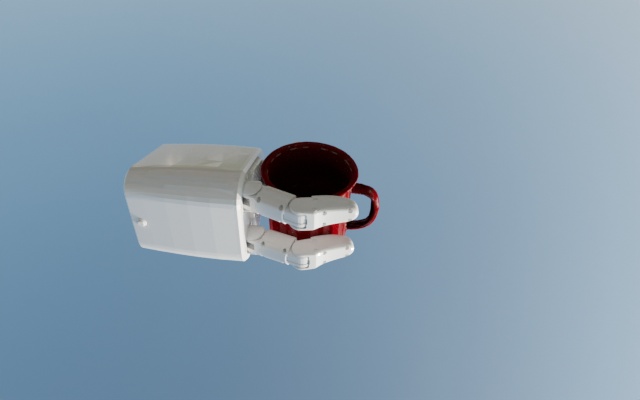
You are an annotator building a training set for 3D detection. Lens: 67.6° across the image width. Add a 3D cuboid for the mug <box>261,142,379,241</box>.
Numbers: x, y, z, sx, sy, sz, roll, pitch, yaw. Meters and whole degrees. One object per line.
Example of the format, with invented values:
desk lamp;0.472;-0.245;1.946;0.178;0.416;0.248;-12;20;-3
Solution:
mug;0.002;0.002;0.479;0.117;0.082;0.093;6;41;4
